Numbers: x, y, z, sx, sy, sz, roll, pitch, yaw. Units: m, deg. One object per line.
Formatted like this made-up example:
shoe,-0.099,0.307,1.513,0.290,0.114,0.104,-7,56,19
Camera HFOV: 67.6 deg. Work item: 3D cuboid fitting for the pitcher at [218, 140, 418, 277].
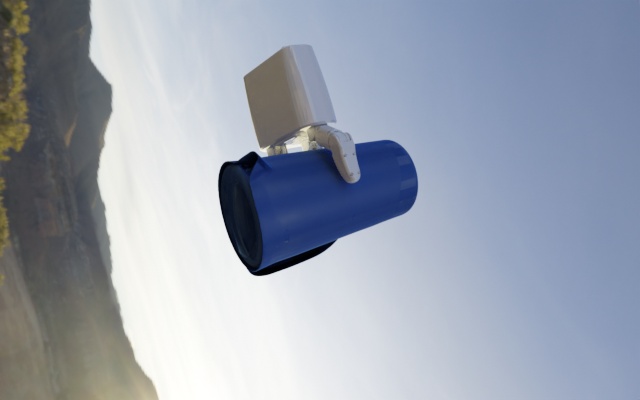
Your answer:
pitcher,0.000,0.002,0.617,0.243,0.145,0.149,-14,-4,-28
